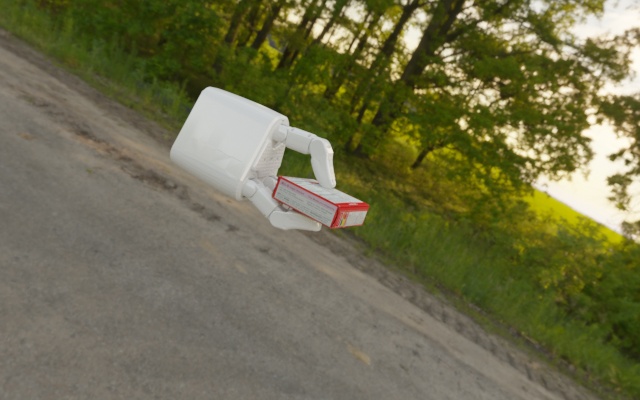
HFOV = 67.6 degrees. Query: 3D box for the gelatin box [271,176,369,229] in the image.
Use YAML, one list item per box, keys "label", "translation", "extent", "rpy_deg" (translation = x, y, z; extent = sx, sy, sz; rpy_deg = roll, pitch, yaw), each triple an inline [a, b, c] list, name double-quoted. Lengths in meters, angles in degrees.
- label: "gelatin box"
  translation: [0.001, 0.002, 0.549]
  extent: [0.089, 0.030, 0.073]
  rpy_deg: [26, 13, 28]
